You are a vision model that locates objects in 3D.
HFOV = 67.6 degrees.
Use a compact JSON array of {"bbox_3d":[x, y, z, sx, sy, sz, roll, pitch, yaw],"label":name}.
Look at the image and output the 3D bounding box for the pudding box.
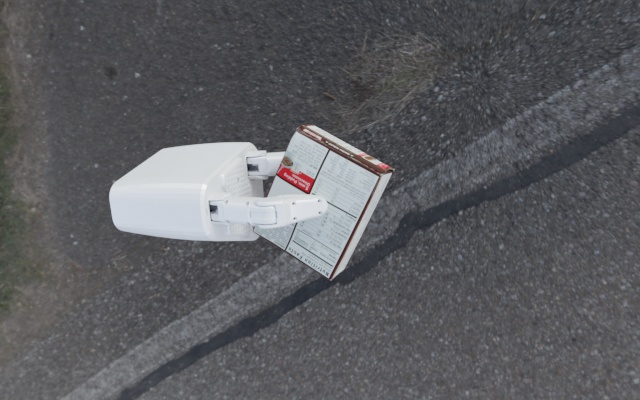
[{"bbox_3d":[0.000,0.001,0.428,0.090,0.113,0.039,30,23,14],"label":"pudding box"}]
